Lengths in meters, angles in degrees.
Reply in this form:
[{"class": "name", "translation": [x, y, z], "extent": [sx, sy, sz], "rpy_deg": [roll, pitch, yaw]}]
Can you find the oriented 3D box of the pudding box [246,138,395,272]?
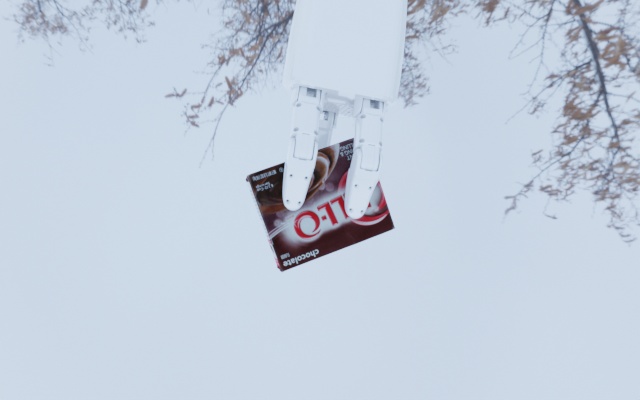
[{"class": "pudding box", "translation": [0.000, 0.001, 0.431], "extent": [0.113, 0.090, 0.039], "rpy_deg": [-20, 5, -8]}]
